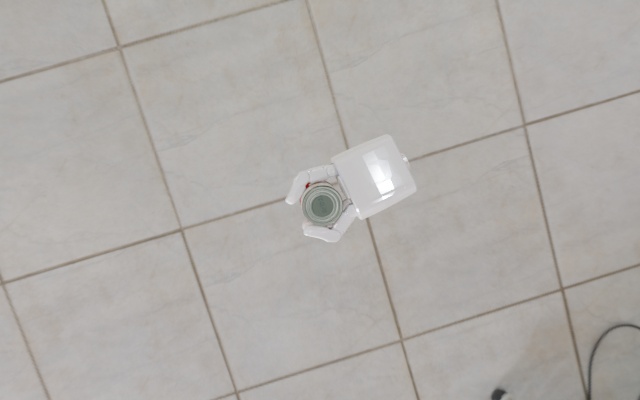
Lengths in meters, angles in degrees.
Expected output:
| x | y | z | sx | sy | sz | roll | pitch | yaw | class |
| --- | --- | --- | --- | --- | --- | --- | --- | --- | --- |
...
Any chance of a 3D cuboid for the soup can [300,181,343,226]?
| x | y | z | sx | sy | sz | roll | pitch | yaw | class |
| --- | --- | --- | --- | --- | --- | --- | --- | --- | --- |
| 0.000 | 0.003 | 0.805 | 0.068 | 0.068 | 0.102 | 0 | 8 | -5 | soup can |
